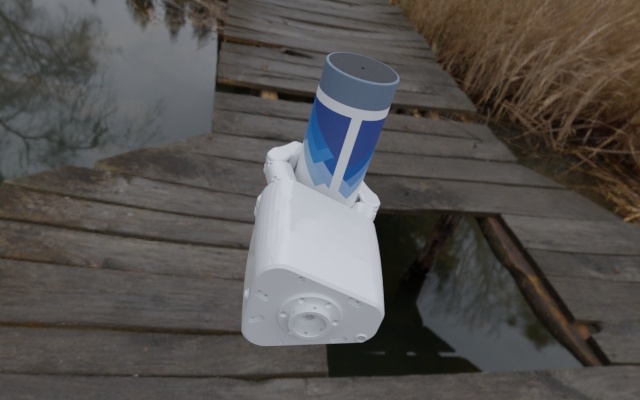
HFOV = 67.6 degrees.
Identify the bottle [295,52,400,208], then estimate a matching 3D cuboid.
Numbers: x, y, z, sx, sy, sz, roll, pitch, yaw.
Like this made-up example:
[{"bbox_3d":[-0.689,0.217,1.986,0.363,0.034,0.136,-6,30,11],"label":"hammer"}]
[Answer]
[{"bbox_3d":[0.000,0.001,0.493,0.069,0.296,0.069,12,35,-8],"label":"bottle"}]
